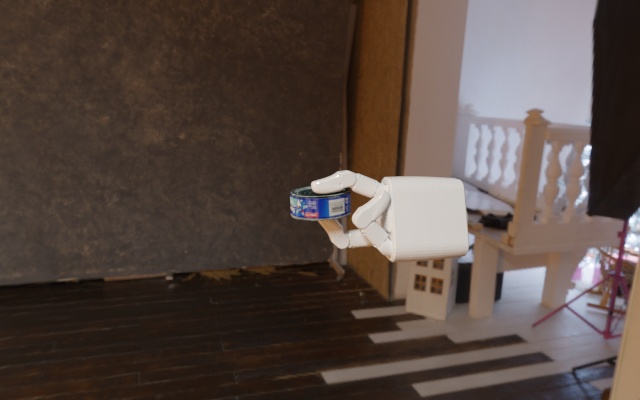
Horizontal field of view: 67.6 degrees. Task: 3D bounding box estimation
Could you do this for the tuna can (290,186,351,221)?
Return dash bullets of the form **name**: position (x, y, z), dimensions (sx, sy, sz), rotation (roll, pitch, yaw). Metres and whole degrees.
- **tuna can**: position (0.000, 0.002, 0.669), dimensions (0.086, 0.034, 0.086), rotation (-3, 12, 1)
